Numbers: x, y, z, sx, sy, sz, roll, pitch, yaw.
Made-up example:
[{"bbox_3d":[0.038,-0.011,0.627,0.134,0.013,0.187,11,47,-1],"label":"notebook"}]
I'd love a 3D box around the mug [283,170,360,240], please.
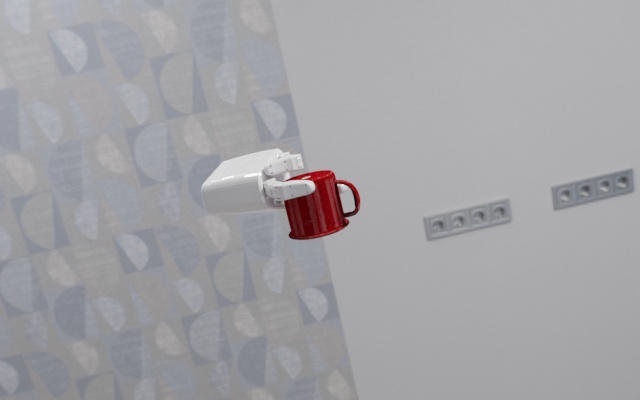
[{"bbox_3d":[0.001,0.002,0.695,0.117,0.081,0.093,-8,13,21],"label":"mug"}]
